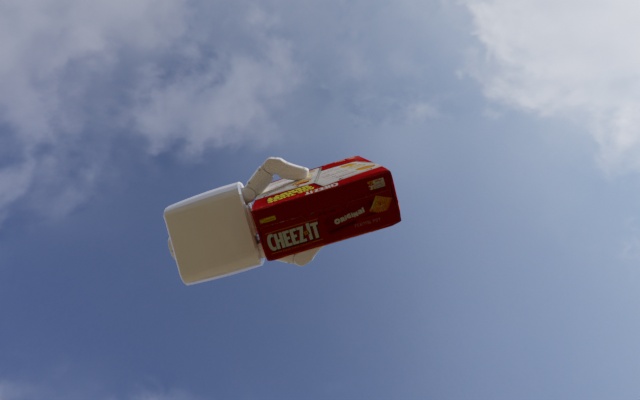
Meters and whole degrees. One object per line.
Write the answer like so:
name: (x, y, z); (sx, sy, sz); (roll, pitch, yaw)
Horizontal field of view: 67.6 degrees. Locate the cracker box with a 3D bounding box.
cracker box: (0.000, 0.002, 0.636); (0.164, 0.072, 0.213); (-17, 11, -2)
